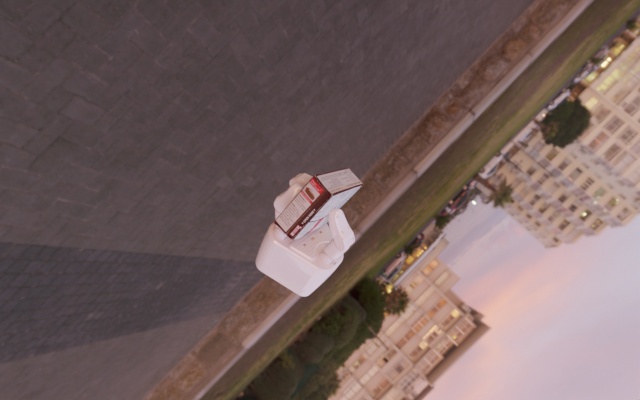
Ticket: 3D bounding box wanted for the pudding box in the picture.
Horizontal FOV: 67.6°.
[{"bbox_3d":[0.000,0.002,0.645,0.090,0.039,0.113,-49,-11,24],"label":"pudding box"}]
